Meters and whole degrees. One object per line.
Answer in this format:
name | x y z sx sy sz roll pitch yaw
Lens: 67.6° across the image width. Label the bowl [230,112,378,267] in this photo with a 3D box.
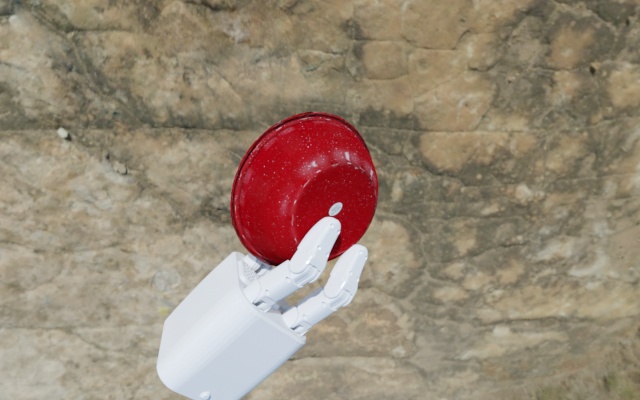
bowl | 0.001 0.000 0.451 0.162 0.162 0.055 0 19 -34
